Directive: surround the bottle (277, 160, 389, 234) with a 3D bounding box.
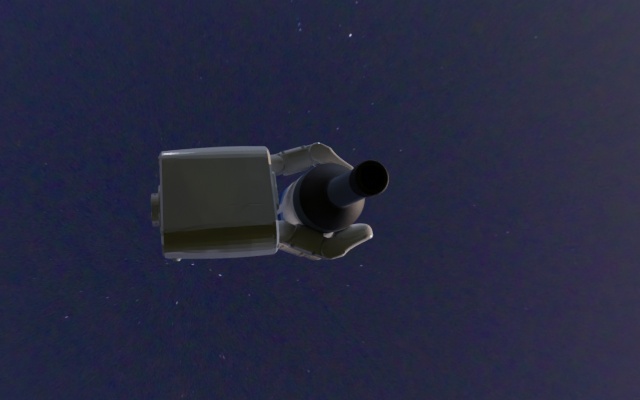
[{"bbox_3d":[0.000,0.002,0.495,0.069,0.069,0.296,0,-7,-15],"label":"bottle"}]
